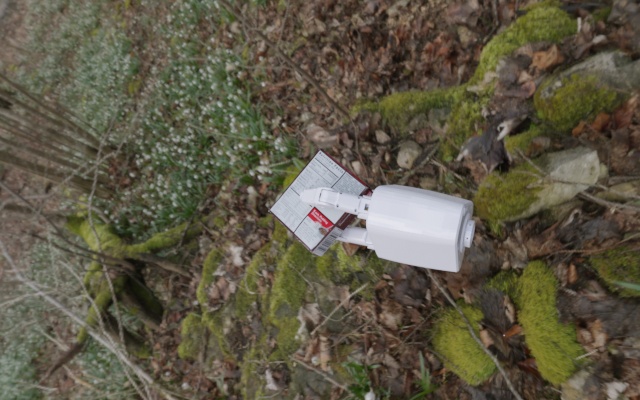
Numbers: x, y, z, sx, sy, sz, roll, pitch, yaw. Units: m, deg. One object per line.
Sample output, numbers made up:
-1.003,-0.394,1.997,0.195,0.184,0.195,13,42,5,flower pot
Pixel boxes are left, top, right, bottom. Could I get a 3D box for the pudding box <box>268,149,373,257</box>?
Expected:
0.000,0.002,0.630,0.090,0.113,0.039,42,2,25,pudding box
